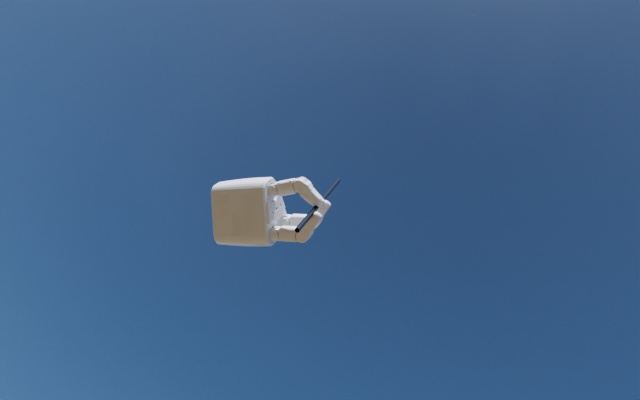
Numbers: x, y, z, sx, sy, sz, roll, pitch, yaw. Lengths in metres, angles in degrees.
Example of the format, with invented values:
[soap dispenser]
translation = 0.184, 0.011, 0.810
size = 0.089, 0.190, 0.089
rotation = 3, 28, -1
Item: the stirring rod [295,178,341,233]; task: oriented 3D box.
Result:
[stirring rod]
translation = 0.000, 0.003, 0.814
size = 0.011, 0.011, 0.239
rotation = 0, 20, 18
